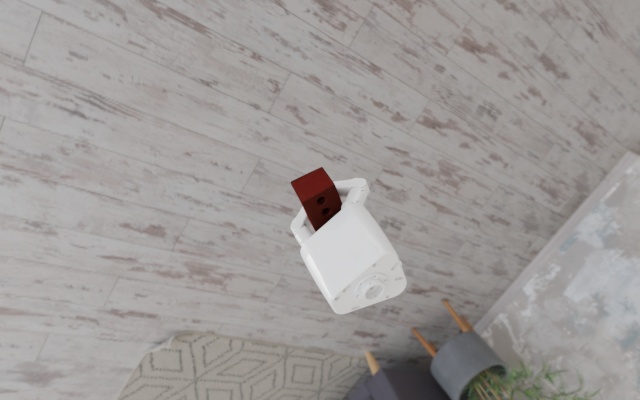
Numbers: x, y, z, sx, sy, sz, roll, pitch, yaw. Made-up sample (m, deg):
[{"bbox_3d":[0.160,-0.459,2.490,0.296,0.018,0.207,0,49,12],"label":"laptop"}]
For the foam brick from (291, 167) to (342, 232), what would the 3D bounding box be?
[{"bbox_3d":[0.000,0.002,0.686,0.053,0.078,0.051,-28,41,-3],"label":"foam brick"}]
